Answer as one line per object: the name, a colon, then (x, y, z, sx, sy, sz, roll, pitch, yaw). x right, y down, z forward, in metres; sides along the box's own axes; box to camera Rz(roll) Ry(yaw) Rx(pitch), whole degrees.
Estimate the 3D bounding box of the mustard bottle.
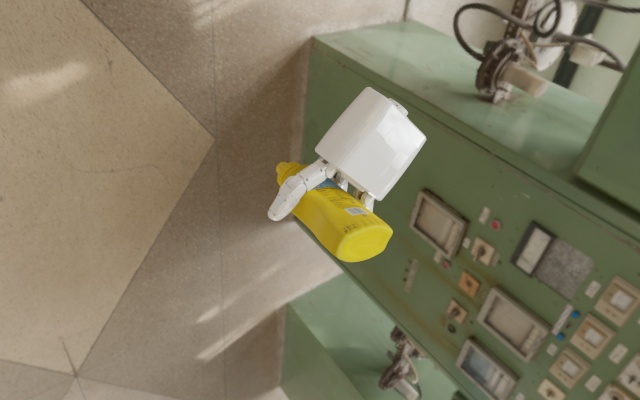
mustard bottle: (0.000, 0.003, 0.634, 0.096, 0.058, 0.191, -3, 35, -44)
